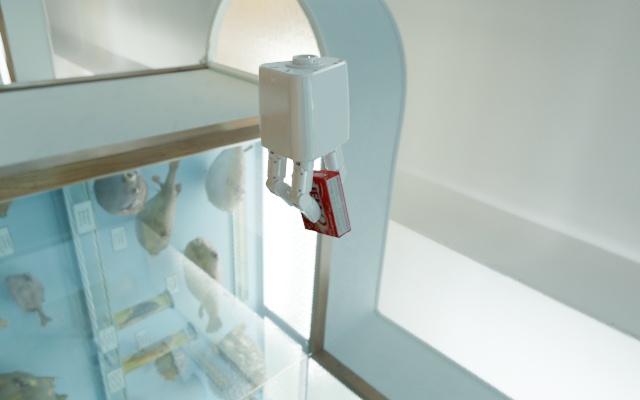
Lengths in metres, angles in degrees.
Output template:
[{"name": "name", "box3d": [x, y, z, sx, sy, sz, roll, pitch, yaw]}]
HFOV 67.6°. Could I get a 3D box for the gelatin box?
[{"name": "gelatin box", "box3d": [0.001, 0.002, 0.658, 0.030, 0.089, 0.073, -28, 24, -35]}]
